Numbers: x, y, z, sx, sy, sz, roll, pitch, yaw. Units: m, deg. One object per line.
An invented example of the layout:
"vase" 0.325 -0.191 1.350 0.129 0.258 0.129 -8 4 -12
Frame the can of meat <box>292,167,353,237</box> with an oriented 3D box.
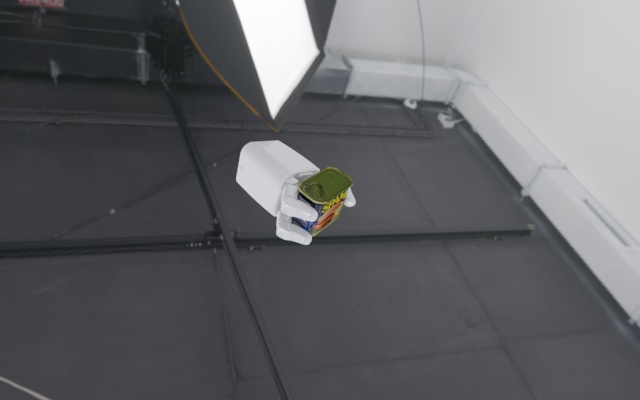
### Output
"can of meat" 0.000 0.003 0.814 0.057 0.084 0.102 36 43 20
